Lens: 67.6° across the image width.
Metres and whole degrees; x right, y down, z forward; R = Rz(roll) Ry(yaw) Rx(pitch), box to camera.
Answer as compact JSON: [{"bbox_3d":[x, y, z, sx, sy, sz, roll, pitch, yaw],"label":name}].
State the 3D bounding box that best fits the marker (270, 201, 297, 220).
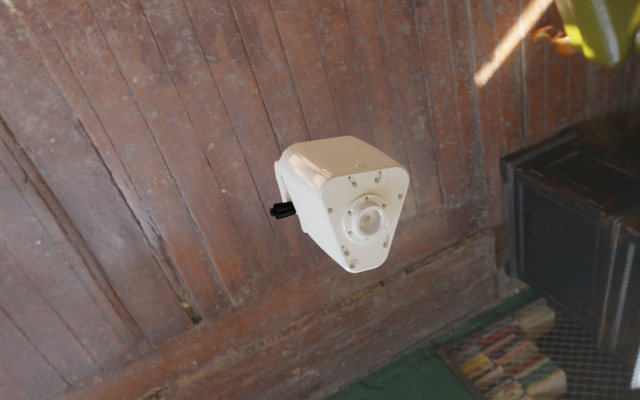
[{"bbox_3d":[0.000,0.002,0.556,0.121,0.020,0.020,-12,4,-19],"label":"marker"}]
